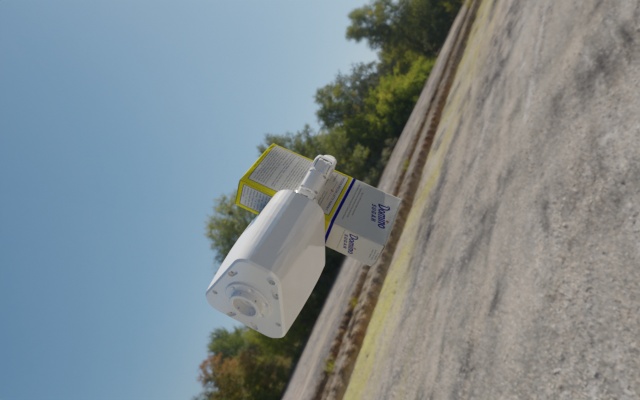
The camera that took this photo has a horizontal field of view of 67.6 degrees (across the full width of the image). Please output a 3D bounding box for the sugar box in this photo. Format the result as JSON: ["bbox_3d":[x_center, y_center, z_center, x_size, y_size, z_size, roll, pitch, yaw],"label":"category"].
[{"bbox_3d":[0.000,0.002,0.562,0.176,0.048,0.093,27,41,4],"label":"sugar box"}]
